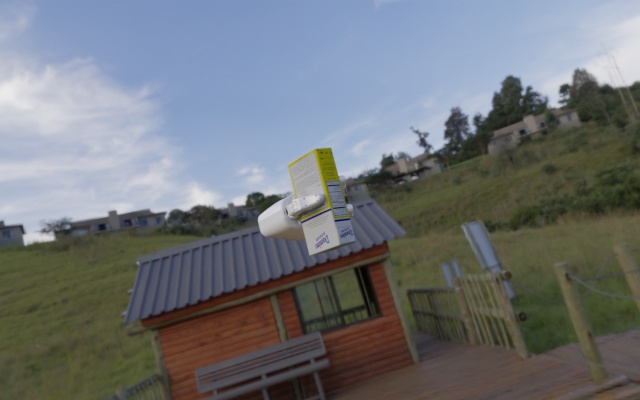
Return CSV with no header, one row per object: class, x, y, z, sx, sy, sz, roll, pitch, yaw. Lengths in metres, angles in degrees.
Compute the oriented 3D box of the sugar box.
sugar box,0.000,0.003,0.856,0.048,0.176,0.093,-9,-10,-39
